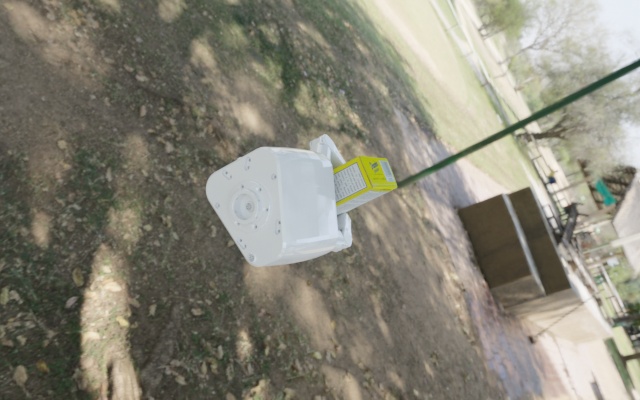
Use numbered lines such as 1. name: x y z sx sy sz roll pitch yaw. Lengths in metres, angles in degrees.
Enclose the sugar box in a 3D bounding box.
1. sugar box: 0.000 0.001 0.595 0.176 0.048 0.093 -24 -10 25
